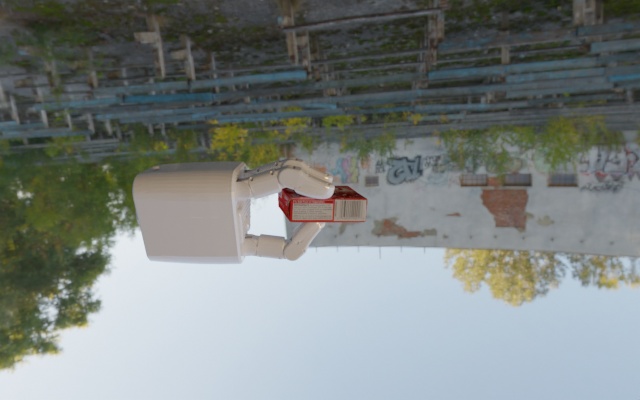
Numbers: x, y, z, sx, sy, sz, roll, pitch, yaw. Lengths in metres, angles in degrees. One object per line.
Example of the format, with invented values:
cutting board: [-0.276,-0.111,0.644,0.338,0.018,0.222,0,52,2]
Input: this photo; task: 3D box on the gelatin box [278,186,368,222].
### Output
gelatin box: [0.000,0.002,0.545,0.089,0.030,0.073,1,13,-14]
